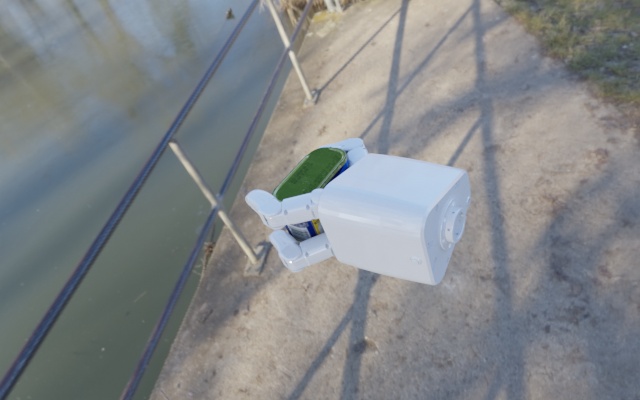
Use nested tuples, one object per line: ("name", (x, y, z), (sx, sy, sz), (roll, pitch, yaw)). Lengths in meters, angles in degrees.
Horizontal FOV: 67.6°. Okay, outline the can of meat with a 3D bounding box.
("can of meat", (0.000, 0.001, 0.534), (0.057, 0.084, 0.102), (15, 52, 36))
